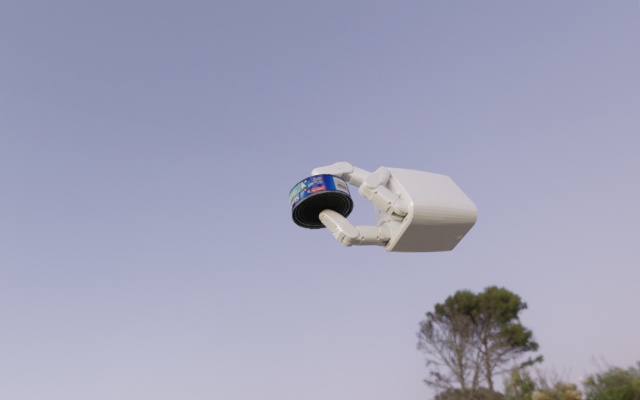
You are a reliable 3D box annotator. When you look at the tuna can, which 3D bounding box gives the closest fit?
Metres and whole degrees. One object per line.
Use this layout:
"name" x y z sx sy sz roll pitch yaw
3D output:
"tuna can" 0.000 0.002 0.654 0.086 0.033 0.086 -10 -35 -7
